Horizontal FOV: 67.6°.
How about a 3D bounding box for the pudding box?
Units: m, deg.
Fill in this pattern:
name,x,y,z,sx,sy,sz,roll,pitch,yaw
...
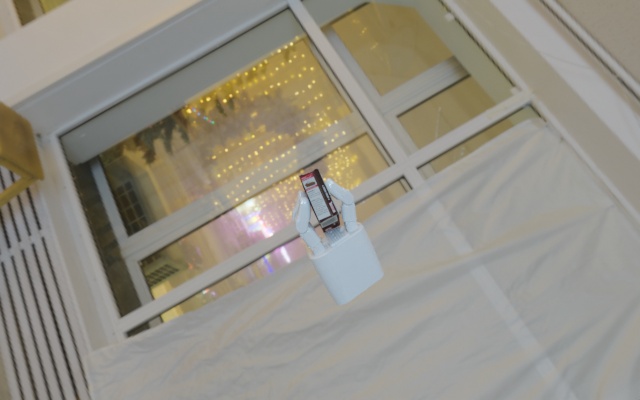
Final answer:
name,x,y,z,sx,sy,sz,roll,pitch,yaw
pudding box,0.000,0.003,0.835,0.039,0.090,0.113,-24,-13,-3
